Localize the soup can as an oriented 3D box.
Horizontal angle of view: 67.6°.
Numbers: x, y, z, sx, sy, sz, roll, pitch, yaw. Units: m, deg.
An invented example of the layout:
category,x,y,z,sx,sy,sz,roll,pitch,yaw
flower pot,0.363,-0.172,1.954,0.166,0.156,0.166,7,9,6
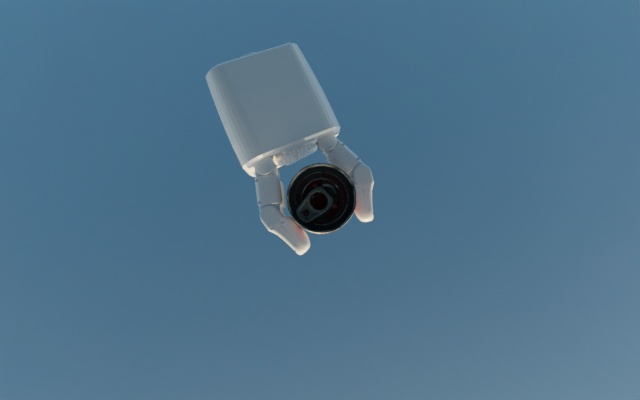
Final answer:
category,x,y,z,sx,sy,sz,roll,pitch,yaw
soup can,0.000,0.002,0.508,0.068,0.068,0.102,0,-5,-1
